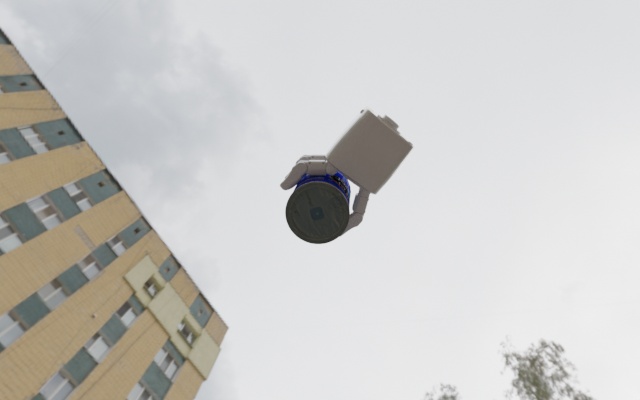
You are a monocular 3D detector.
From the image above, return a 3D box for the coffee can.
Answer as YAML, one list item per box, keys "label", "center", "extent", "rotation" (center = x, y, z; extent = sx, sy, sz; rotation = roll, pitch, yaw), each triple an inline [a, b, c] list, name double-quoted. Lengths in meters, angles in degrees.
- label: "coffee can"
  center: [0.000, 0.003, 0.817]
  extent: [0.103, 0.103, 0.140]
  rotation: [0, 16, 4]
